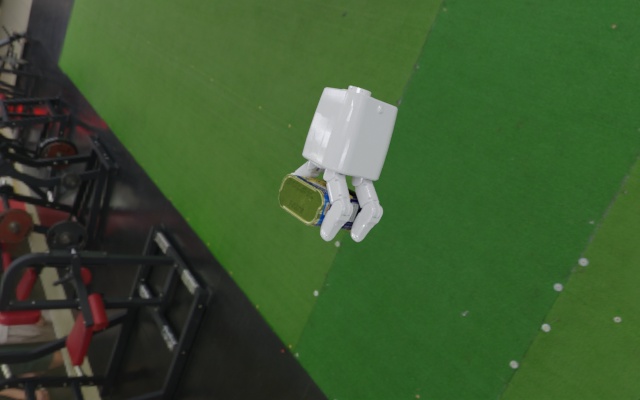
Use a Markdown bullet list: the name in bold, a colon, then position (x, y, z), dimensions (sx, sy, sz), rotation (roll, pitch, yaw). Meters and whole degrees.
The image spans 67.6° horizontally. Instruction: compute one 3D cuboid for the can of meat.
- **can of meat**: position (0.000, 0.002, 0.687), dimensions (0.084, 0.057, 0.102), rotation (9, 15, -42)
